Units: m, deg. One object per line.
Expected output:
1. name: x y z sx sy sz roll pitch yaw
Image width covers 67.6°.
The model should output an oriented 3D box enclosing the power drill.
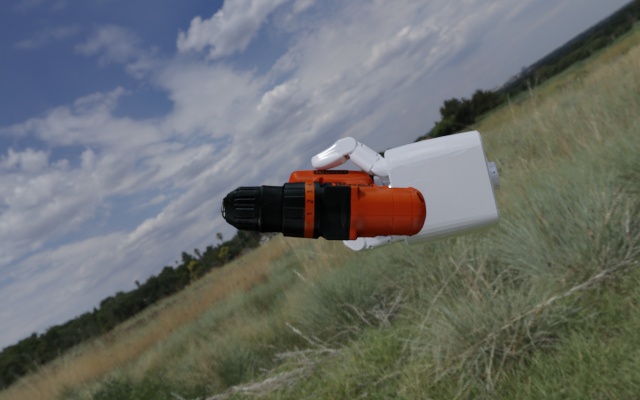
1. power drill: 0.000 0.002 0.501 0.184 0.057 0.187 3 8 -3
